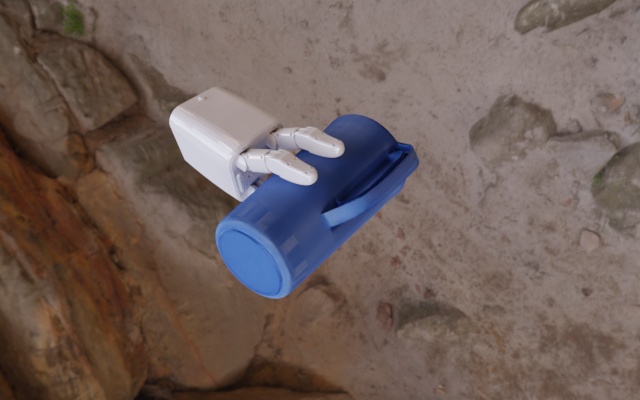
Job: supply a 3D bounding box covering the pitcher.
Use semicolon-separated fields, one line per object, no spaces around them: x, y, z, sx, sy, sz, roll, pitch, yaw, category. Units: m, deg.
0.000;0.002;0.574;0.145;0.149;0.242;34;50;16;pitcher
